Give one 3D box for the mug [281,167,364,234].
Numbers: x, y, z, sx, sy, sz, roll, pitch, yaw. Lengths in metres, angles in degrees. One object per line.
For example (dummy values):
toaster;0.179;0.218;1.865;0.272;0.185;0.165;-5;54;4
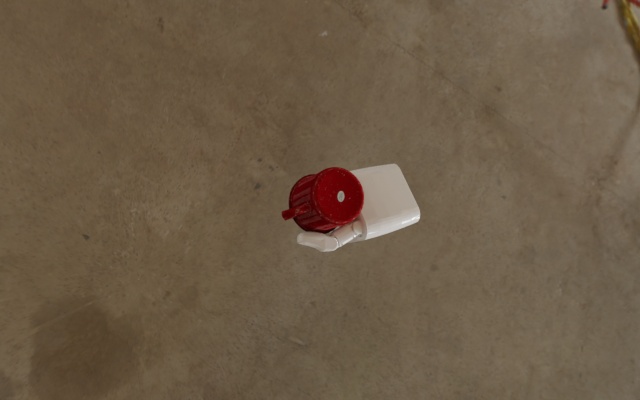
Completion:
mug;-0.001;0.003;0.680;0.117;0.093;0.081;-17;-2;-24
